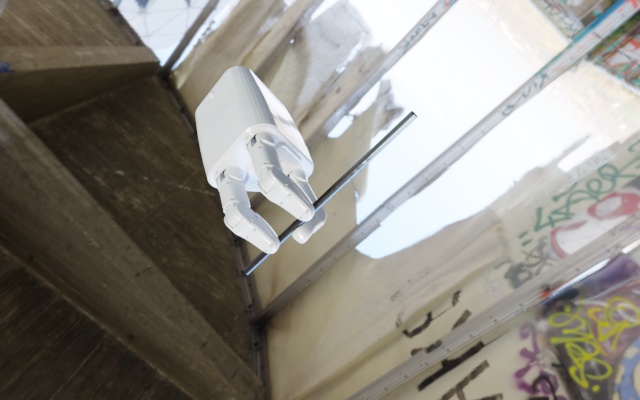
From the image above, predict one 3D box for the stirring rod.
[{"bbox_3d":[0.000,0.001,0.452,0.239,0.011,0.011,-43,-23,26],"label":"stirring rod"}]
